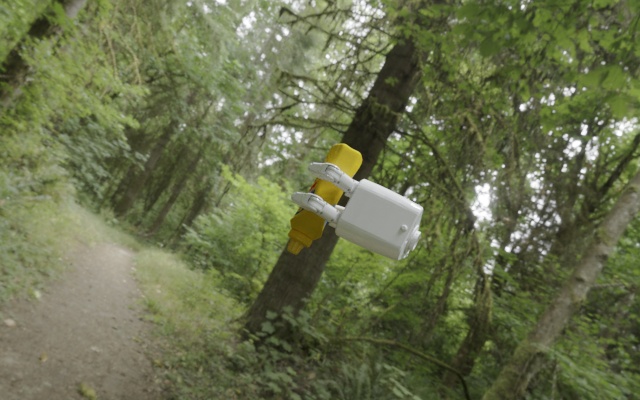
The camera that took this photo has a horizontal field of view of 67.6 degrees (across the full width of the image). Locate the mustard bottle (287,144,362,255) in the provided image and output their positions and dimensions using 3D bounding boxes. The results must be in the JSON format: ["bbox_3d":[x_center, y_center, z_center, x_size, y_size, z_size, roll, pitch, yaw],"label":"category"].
[{"bbox_3d":[0.000,0.002,0.792,0.058,0.191,0.096,30,-11,-6],"label":"mustard bottle"}]
